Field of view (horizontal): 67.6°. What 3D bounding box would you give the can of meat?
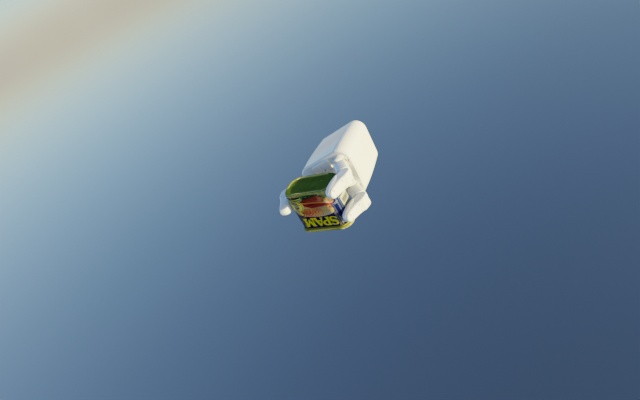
[{"bbox_3d":[0.000,0.002,0.813,0.102,0.084,0.057,-7,37,34],"label":"can of meat"}]
